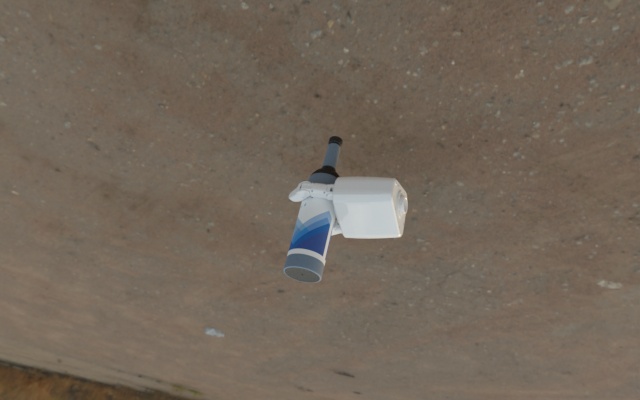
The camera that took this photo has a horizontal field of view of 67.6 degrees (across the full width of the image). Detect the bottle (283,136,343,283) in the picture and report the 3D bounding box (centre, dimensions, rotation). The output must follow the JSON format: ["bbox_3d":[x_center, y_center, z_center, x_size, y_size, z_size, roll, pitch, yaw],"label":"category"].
[{"bbox_3d":[0.000,0.003,0.882,0.069,0.295,0.069,11,-30,6],"label":"bottle"}]
